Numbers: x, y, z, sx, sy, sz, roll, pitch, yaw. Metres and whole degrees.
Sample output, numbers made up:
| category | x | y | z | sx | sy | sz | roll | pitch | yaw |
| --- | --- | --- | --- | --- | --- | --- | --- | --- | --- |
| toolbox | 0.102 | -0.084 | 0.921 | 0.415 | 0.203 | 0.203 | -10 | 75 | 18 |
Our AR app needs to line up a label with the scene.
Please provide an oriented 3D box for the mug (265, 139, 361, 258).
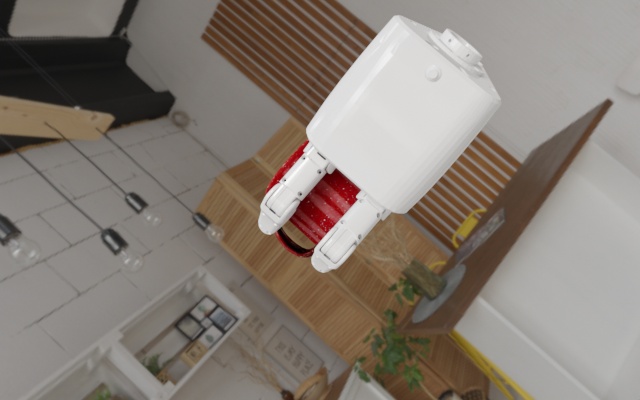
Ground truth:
| category | x | y | z | sx | sy | sz | roll | pitch | yaw |
| --- | --- | --- | --- | --- | --- | --- | --- | --- | --- |
| mug | -0.001 | 0.002 | 0.426 | 0.081 | 0.117 | 0.093 | 42 | 29 | 4 |
